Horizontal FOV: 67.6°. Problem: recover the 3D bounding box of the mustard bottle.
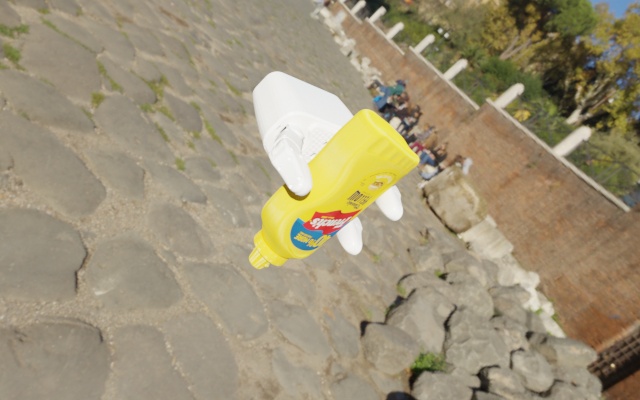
[{"bbox_3d":[0.000,0.002,0.460,0.192,0.058,0.096,-42,-27,17],"label":"mustard bottle"}]
